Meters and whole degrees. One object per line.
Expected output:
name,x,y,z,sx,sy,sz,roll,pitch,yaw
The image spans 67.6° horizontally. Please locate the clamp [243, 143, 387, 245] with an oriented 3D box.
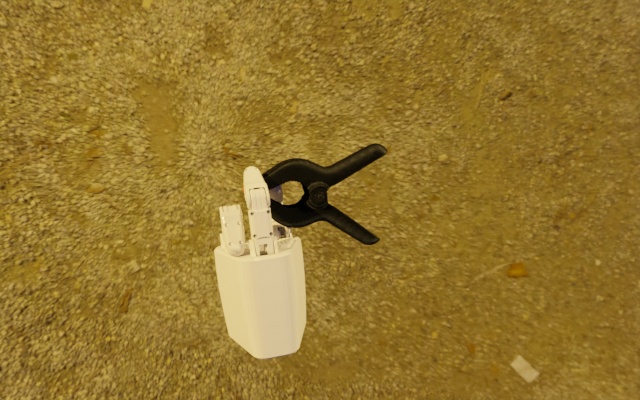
clamp,0.000,0.002,0.549,0.171,0.120,0.039,-8,6,-13
